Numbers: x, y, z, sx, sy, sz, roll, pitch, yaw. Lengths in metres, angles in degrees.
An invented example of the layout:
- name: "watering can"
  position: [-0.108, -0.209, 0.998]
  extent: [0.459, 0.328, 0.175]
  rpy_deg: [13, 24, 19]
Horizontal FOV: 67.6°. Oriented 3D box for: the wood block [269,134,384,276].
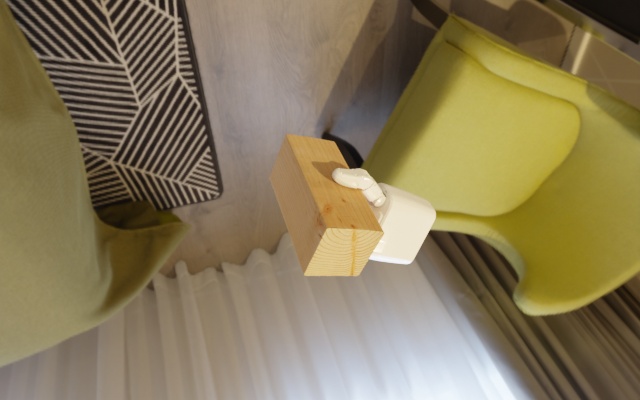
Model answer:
- name: "wood block"
  position: [0.001, 0.002, 0.699]
  extent: [0.090, 0.091, 0.206]
  rpy_deg: [5, 39, -28]
